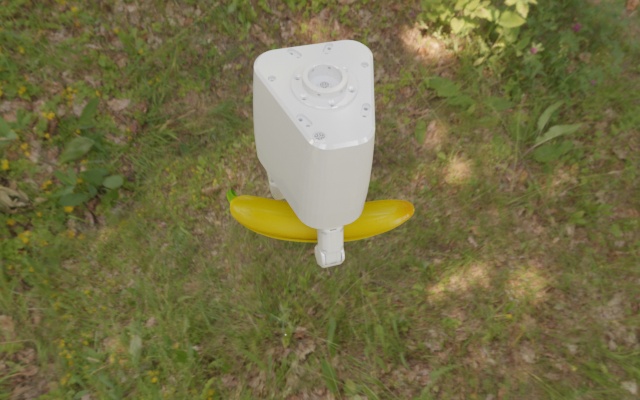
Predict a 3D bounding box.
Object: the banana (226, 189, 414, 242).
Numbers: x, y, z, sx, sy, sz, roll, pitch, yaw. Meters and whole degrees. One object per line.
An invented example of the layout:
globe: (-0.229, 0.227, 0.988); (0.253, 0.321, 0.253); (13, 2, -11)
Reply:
banana: (-0.006, 0.013, 0.471); (0.198, 0.037, 0.069); (6, 41, 5)
